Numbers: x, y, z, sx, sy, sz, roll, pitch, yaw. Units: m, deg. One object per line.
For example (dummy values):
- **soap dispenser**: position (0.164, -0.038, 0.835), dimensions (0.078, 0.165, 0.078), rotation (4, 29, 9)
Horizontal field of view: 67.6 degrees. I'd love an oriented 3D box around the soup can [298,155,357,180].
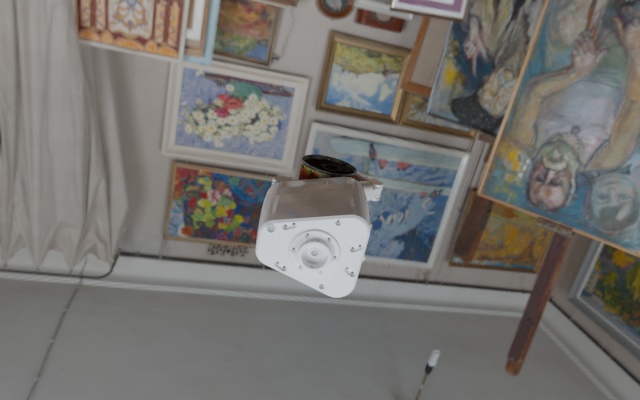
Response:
- **soup can**: position (0.000, 0.002, 0.596), dimensions (0.068, 0.102, 0.068), rotation (12, 21, -5)
